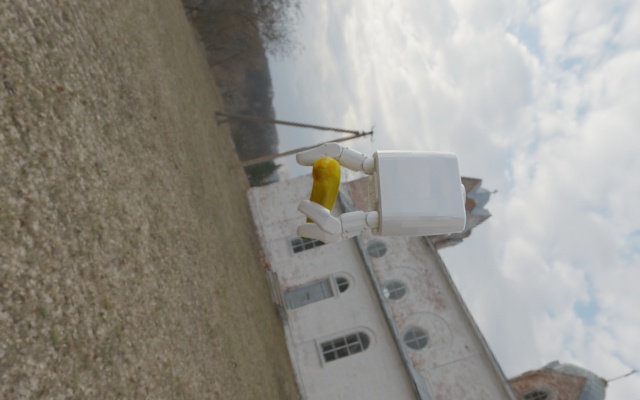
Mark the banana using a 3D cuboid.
[{"bbox_3d":[0.004,-0.012,0.630,0.037,0.069,0.198,15,-28,2],"label":"banana"}]
